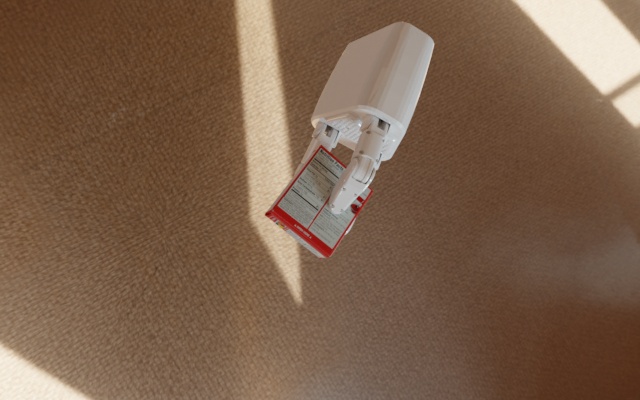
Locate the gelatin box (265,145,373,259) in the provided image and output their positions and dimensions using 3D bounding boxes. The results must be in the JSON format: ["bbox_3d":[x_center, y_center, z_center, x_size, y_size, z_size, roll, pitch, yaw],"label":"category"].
[{"bbox_3d":[0.000,0.002,0.478,0.073,0.089,0.030,39,-22,-10],"label":"gelatin box"}]
